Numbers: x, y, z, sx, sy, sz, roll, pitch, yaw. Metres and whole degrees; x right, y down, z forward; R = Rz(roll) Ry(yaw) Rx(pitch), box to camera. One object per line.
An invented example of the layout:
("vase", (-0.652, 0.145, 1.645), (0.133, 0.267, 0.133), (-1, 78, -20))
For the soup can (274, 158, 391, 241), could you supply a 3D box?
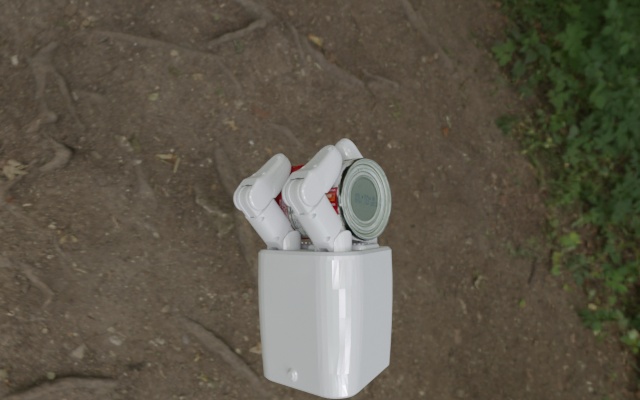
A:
("soup can", (0.000, 0.001, 0.409), (0.102, 0.068, 0.068), (-3, -2, 42))
